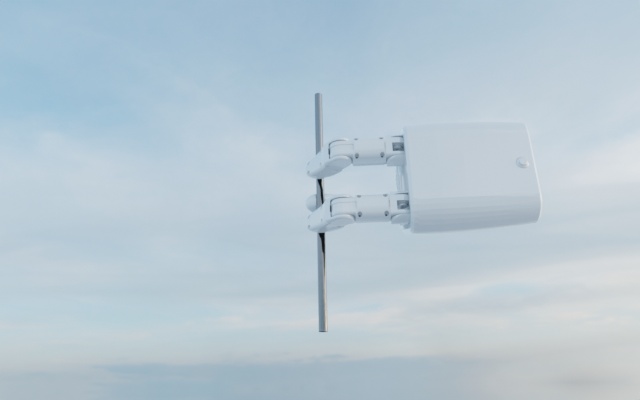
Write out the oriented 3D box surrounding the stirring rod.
[{"bbox_3d":[0.000,0.002,0.456,0.011,0.239,0.011,-1,-21,0],"label":"stirring rod"}]
